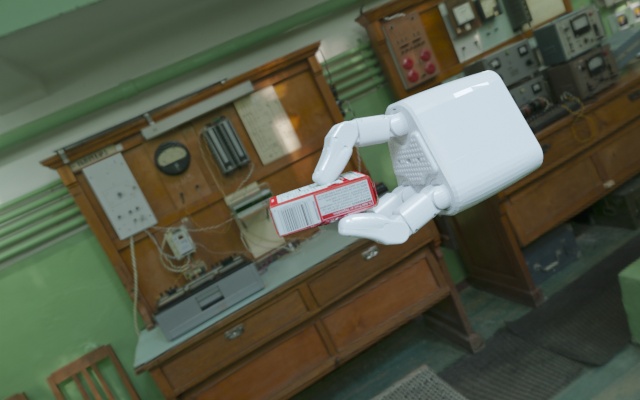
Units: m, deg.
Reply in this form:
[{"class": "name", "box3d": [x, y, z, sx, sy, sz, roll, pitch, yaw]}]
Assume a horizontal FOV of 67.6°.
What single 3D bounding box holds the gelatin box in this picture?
[{"class": "gelatin box", "box3d": [0.000, 0.001, 0.424, 0.089, 0.030, 0.073, -18, 8, -4]}]
